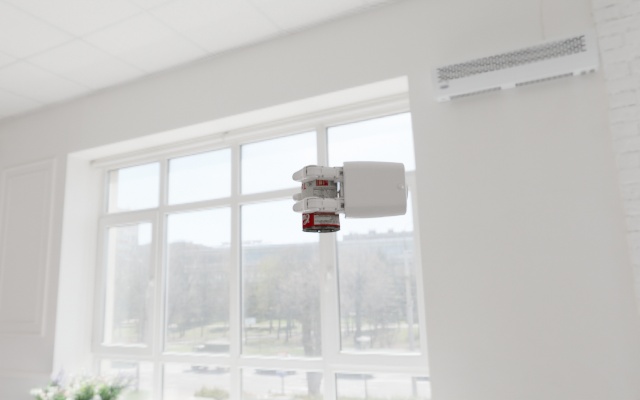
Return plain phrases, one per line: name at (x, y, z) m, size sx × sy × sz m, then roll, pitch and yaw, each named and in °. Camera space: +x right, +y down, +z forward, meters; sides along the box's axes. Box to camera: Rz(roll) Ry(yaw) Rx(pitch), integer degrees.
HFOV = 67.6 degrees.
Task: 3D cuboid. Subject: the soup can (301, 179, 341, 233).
soup can at (0.000, 0.002, 0.835) m, size 0.068 × 0.102 × 0.068 m, roll -2°, pitch -10°, yaw 0°
